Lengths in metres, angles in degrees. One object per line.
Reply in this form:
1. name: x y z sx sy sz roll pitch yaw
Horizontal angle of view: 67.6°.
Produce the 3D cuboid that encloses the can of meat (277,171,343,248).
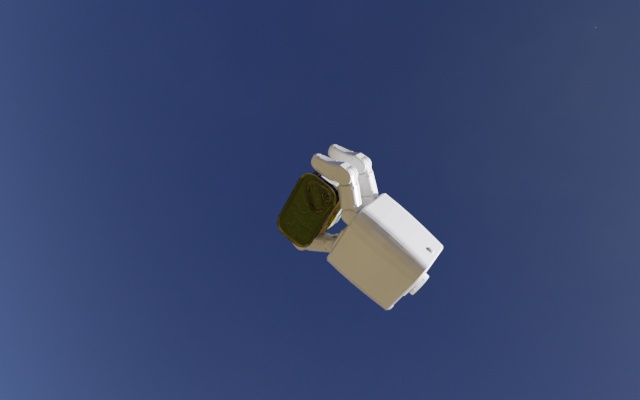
1. can of meat: 0.000 0.002 0.637 0.057 0.102 0.084 39 32 13
